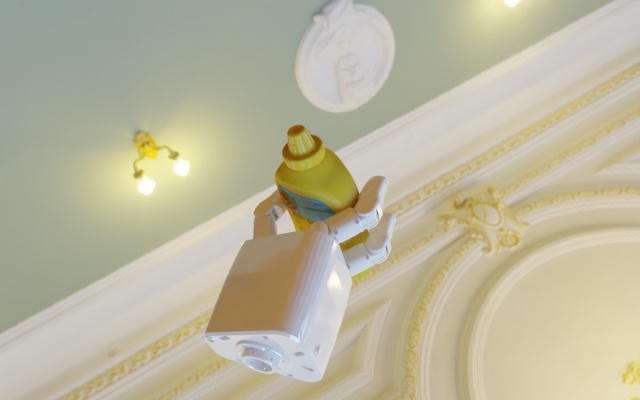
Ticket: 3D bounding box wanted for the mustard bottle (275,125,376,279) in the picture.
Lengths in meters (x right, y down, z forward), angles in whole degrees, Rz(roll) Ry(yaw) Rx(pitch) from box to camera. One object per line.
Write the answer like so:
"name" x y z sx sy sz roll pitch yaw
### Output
"mustard bottle" 0.000 0.002 0.505 0.096 0.192 0.058 23 58 36
